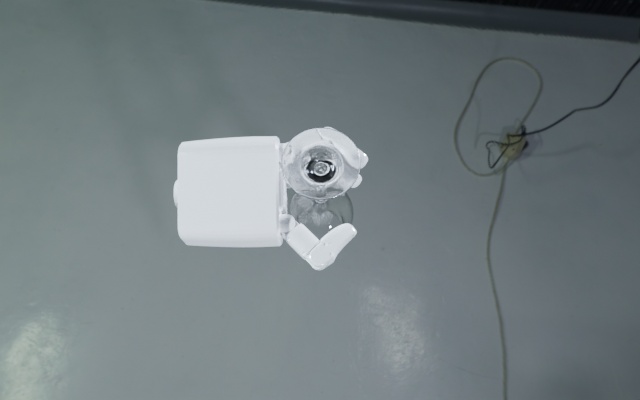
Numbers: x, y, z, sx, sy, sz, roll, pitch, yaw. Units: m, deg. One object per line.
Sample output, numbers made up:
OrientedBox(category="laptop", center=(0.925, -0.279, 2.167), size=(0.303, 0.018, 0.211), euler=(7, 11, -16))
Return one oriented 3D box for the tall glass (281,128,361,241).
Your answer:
OrientedBox(category="tall glass", center=(0.000, 0.002, 0.532), size=(0.079, 0.079, 0.201), euler=(0, -22, 0))
